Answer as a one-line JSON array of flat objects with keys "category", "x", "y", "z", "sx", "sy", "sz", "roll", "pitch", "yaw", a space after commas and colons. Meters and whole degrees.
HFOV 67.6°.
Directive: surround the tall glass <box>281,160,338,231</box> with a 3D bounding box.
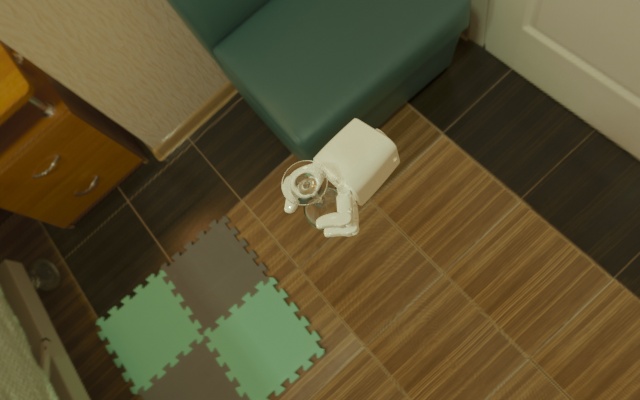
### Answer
[{"category": "tall glass", "x": 0.000, "y": 0.003, "z": 0.818, "sx": 0.079, "sy": 0.079, "sz": 0.201, "roll": 0, "pitch": -18, "yaw": 15}]
